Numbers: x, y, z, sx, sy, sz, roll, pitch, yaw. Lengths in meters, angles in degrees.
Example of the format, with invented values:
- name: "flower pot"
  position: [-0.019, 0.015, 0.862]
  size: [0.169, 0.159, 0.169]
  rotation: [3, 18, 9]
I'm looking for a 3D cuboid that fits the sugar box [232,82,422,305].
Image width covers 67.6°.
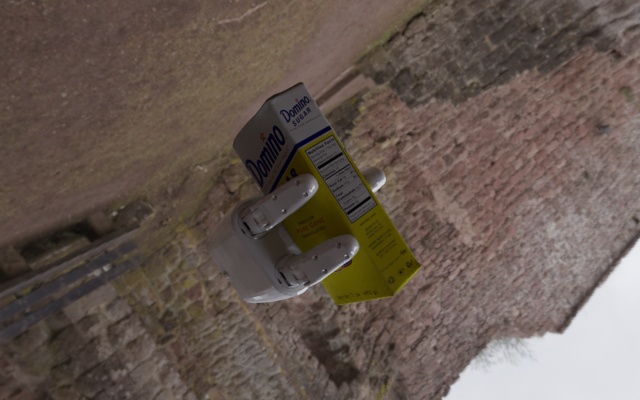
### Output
- name: "sugar box"
  position: [0.000, 0.002, 0.400]
  size: [0.048, 0.176, 0.093]
  rotation: [-37, 3, -32]
